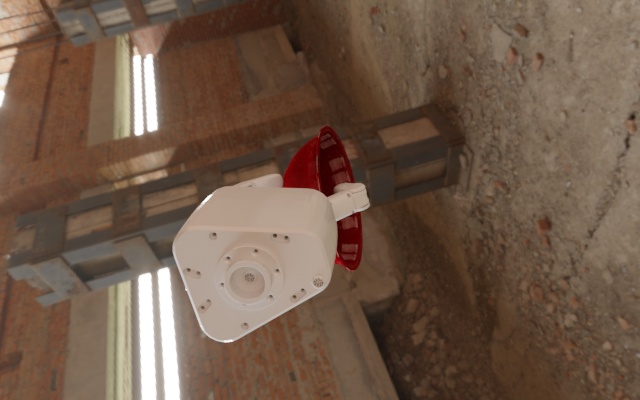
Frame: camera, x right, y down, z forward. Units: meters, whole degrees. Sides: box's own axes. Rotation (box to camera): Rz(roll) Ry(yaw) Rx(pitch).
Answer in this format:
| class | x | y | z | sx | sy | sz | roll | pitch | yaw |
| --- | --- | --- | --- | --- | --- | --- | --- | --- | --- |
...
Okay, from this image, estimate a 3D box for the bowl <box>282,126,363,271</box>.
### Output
| class | x | y | z | sx | sy | sz | roll | pitch | yaw |
| --- | --- | --- | --- | --- | --- | --- | --- | --- | --- |
| bowl | 0.000 | 0.002 | 0.534 | 0.055 | 0.162 | 0.162 | -11 | -3 | 17 |
